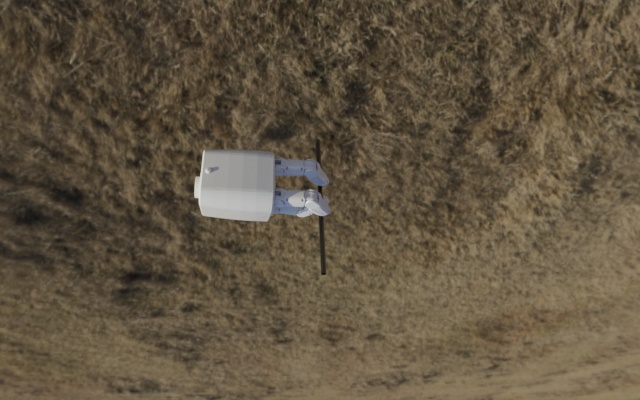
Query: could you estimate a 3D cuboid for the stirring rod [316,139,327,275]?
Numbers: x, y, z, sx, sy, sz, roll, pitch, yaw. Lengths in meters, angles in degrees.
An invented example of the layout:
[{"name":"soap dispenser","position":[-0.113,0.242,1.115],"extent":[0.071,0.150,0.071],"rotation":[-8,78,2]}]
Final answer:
[{"name":"stirring rod","position":[0.000,0.002,0.752],"extent":[0.011,0.239,0.011],"rotation":[-2,-30,-1]}]
